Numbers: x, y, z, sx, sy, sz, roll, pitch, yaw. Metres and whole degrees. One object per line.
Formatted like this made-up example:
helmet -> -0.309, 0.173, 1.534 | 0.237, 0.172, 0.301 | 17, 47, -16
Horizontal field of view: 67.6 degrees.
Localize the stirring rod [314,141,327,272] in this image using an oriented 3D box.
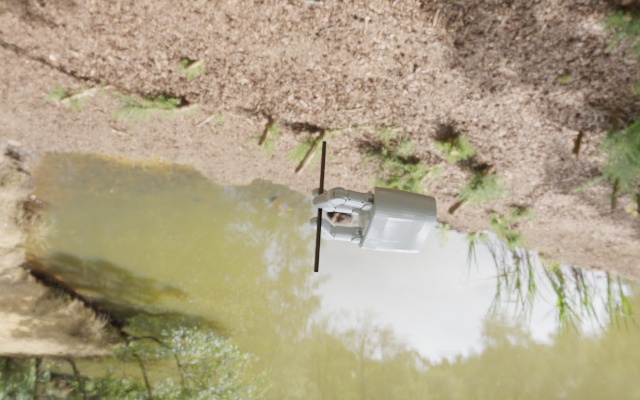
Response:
stirring rod -> 0.000, 0.002, 0.783 | 0.011, 0.239, 0.011 | 3, -29, 2
